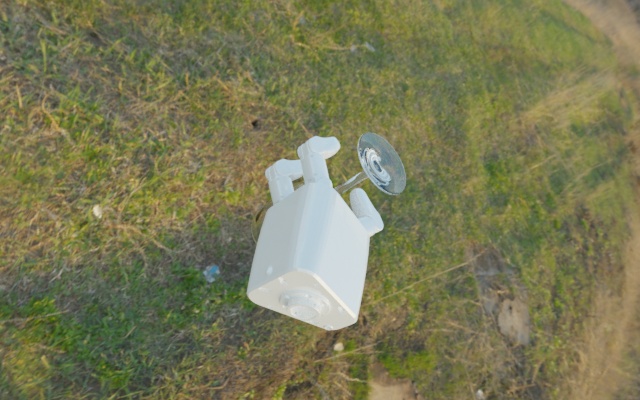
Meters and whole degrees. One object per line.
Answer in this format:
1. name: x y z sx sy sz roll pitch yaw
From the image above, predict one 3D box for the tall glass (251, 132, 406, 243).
1. tall glass: 0.001 0.001 0.566 0.079 0.079 0.201 0 -24 -47
